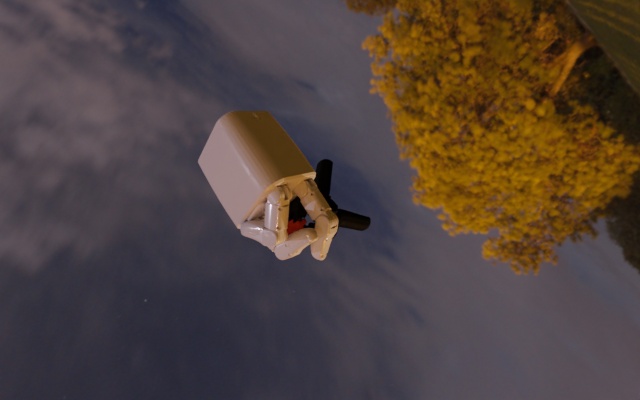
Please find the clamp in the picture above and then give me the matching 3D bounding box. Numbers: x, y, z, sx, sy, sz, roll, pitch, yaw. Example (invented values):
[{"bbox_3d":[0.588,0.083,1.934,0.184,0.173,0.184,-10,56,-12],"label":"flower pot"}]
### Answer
[{"bbox_3d":[0.000,0.003,0.652,0.039,0.120,0.171,-40,-12,29],"label":"clamp"}]
